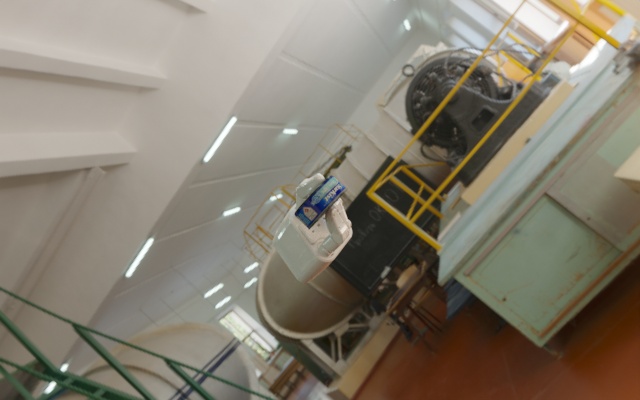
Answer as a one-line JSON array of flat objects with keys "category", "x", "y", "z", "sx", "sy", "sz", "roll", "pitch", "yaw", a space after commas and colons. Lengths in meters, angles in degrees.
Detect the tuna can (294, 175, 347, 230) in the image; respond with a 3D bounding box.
[{"category": "tuna can", "x": 0.000, "y": 0.002, "z": 0.726, "sx": 0.034, "sy": 0.086, "sz": 0.086, "roll": 44, "pitch": 2, "yaw": 3}]
